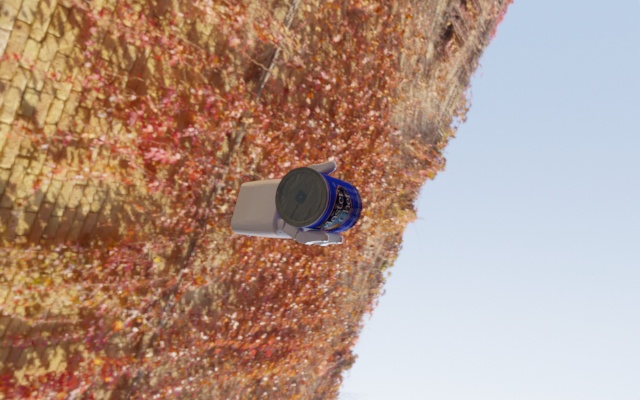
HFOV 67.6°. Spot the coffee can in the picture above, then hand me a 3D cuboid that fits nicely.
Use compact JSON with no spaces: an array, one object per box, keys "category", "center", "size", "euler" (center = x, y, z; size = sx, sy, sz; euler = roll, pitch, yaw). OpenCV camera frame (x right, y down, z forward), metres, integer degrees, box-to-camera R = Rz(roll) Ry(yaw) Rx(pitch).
[{"category":"coffee can","center":[0.000,0.003,0.857],"size":[0.103,0.103,0.140],"euler":[0,-8,30]}]
